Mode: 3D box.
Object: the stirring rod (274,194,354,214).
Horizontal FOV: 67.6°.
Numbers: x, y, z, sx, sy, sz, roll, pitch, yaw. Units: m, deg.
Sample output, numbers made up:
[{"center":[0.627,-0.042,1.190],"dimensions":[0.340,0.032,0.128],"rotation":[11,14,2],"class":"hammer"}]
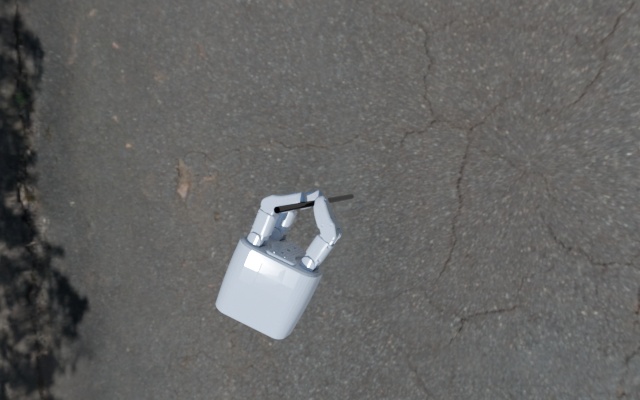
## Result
[{"center":[0.000,0.002,0.633],"dimensions":[0.011,0.011,0.239],"rotation":[0,4,24],"class":"stirring rod"}]
